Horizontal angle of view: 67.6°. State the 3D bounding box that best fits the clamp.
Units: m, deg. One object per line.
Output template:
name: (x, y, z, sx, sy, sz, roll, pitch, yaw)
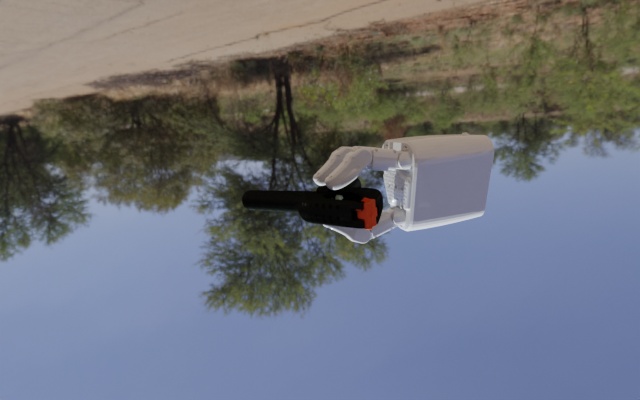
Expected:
clamp: (0.001, 0.003, 0.551, 0.164, 0.036, 0.210, -9, 11, -14)
